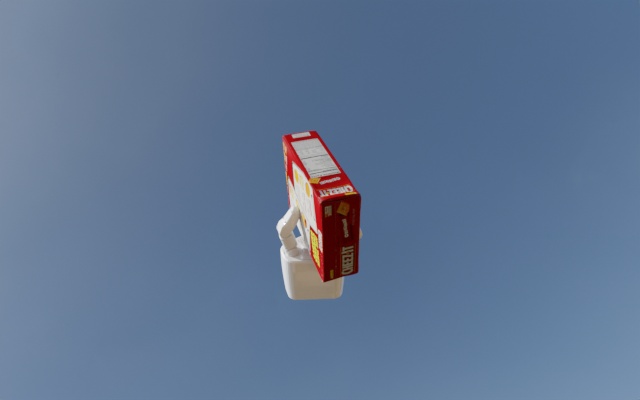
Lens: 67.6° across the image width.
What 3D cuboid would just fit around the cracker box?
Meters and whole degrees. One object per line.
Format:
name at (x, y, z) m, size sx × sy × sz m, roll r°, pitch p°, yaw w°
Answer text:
cracker box at (0.000, 0.003, 0.806) m, size 0.072 × 0.164 × 0.213 m, roll -13°, pitch 38°, yaw -14°
